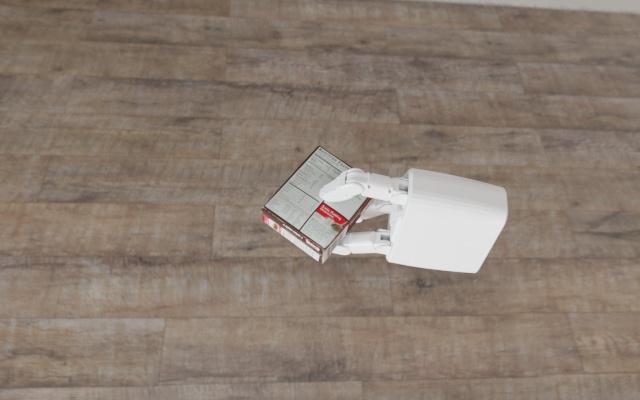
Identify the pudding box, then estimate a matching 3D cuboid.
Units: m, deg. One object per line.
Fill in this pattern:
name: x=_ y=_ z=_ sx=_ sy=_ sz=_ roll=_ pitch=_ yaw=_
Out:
pudding box: x=0.000 y=0.002 z=0.555 sx=0.090 sy=0.113 sz=0.039 roll=34 pitch=-28 yaw=13
